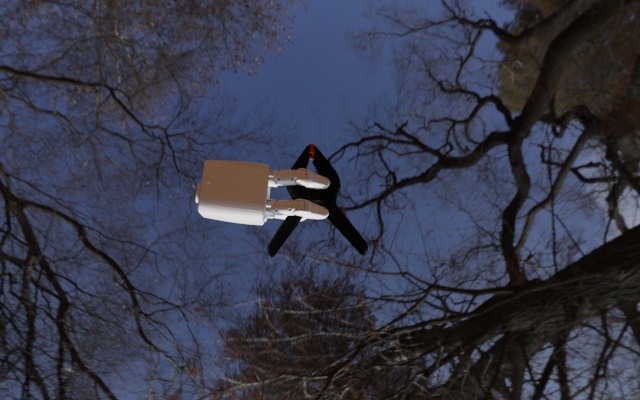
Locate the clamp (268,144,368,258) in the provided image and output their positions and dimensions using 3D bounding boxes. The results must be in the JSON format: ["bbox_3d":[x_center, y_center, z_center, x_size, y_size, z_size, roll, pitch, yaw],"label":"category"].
[{"bbox_3d":[0.000,0.002,0.810,0.164,0.210,0.036,7,-25,-10],"label":"clamp"}]
